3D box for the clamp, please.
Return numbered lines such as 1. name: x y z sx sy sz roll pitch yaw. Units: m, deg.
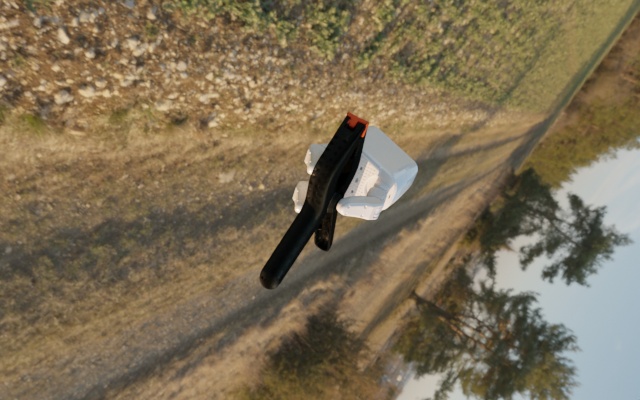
1. clamp: 0.001 0.002 0.555 0.036 0.210 0.164 29 28 16
